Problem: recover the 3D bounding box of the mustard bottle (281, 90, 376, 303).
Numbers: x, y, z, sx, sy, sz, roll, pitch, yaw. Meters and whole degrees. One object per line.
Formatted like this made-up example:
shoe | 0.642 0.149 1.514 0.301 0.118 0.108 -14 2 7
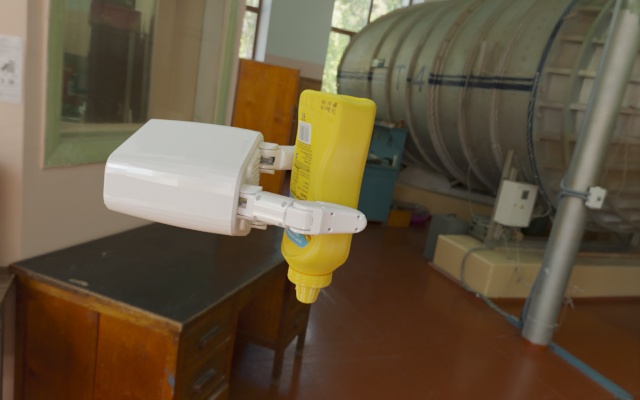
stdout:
mustard bottle | 0.000 0.001 0.429 0.058 0.192 0.096 4 14 -23
